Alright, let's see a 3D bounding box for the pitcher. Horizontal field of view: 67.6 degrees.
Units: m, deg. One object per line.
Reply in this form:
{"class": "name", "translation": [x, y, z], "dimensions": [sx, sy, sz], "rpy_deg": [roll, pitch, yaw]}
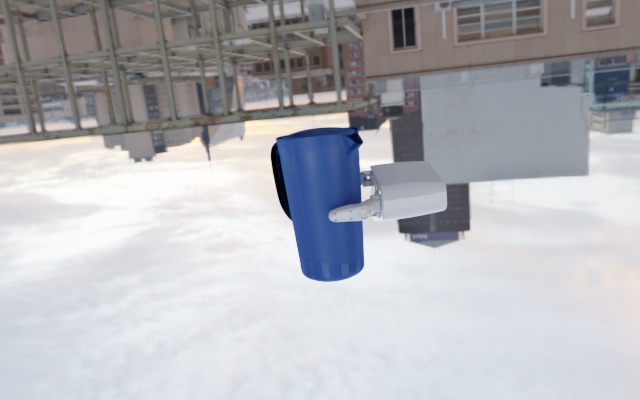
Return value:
{"class": "pitcher", "translation": [0.000, 0.003, 0.788], "dimensions": [0.145, 0.243, 0.149], "rpy_deg": [-8, 12, -5]}
